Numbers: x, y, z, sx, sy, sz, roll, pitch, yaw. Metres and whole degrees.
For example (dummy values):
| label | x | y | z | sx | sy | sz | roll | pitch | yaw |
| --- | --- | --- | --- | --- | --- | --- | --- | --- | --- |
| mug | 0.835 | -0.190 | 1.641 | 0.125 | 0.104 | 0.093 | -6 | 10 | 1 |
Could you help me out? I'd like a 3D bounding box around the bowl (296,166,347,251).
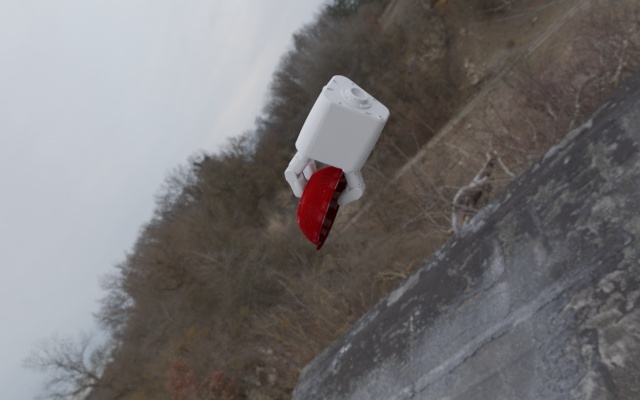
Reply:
| label | x | y | z | sx | sy | sz | roll | pitch | yaw |
| --- | --- | --- | --- | --- | --- | --- | --- | --- | --- |
| bowl | -0.001 | 0.004 | 0.834 | 0.055 | 0.162 | 0.162 | 19 | 3 | 8 |
